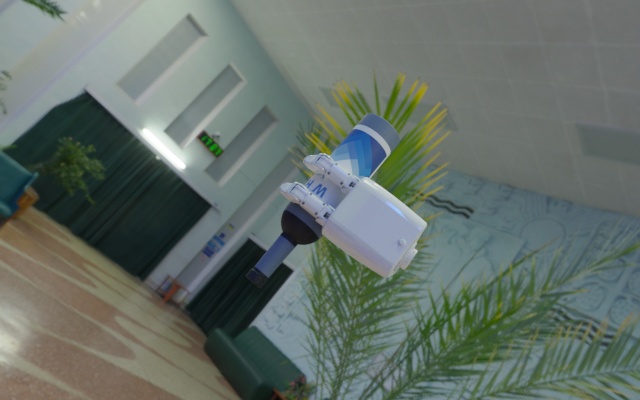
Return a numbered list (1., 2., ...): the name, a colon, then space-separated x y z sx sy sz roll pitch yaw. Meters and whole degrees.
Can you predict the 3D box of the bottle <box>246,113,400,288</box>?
1. bottle: 0.000 0.002 0.686 0.069 0.295 0.069 38 -13 10
